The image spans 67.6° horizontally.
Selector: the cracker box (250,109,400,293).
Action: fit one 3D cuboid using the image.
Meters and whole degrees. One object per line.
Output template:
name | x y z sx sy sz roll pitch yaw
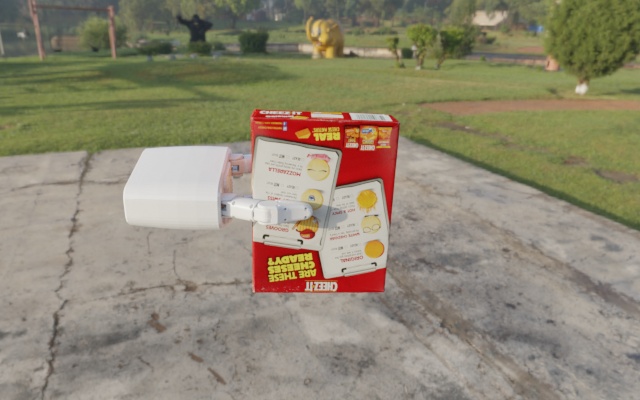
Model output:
cracker box | 0.000 0.002 0.575 0.164 0.214 0.072 1 20 -3
